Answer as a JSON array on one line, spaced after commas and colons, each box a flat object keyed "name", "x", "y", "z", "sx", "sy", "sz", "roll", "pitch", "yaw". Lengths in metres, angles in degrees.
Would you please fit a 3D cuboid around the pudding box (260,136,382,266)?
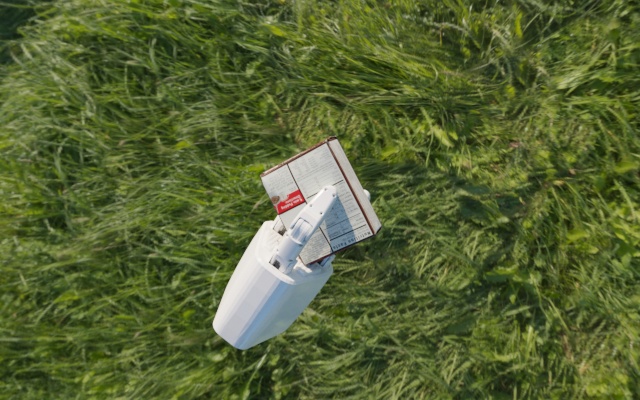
[{"name": "pudding box", "x": 0.000, "y": 0.002, "z": 0.509, "sx": 0.090, "sy": 0.113, "sz": 0.039, "roll": -26, "pitch": 5, "yaw": 20}]
